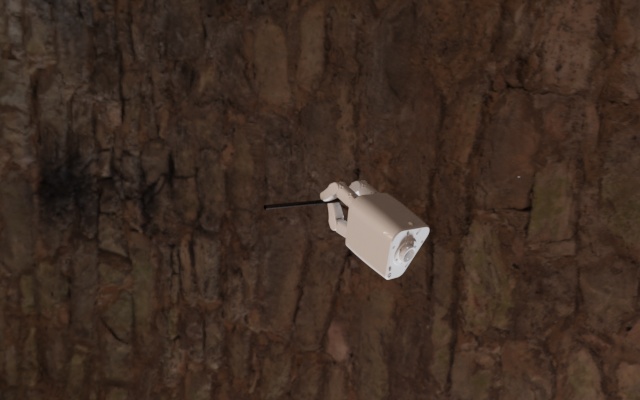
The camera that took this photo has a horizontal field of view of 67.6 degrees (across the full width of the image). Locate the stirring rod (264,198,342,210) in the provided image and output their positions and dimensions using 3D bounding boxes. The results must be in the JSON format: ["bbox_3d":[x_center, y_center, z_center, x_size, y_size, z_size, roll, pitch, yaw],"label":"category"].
[{"bbox_3d":[0.000,0.003,0.869,0.239,0.011,0.011,-5,3,-40],"label":"stirring rod"}]
